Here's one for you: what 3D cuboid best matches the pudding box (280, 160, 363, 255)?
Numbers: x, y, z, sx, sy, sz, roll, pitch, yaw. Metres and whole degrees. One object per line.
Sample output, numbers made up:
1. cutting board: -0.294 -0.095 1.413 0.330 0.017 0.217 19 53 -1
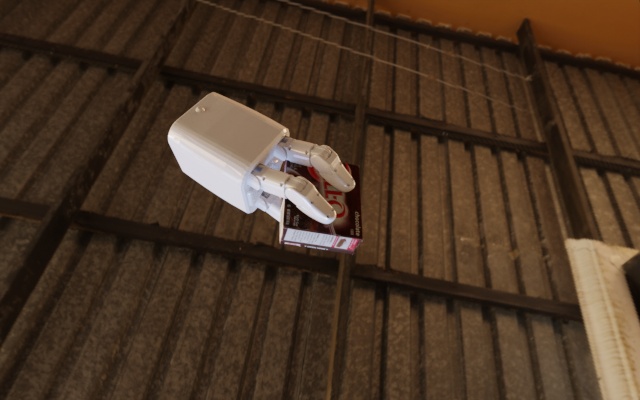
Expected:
1. pudding box: 0.000 0.002 0.553 0.090 0.113 0.039 9 -37 -11
